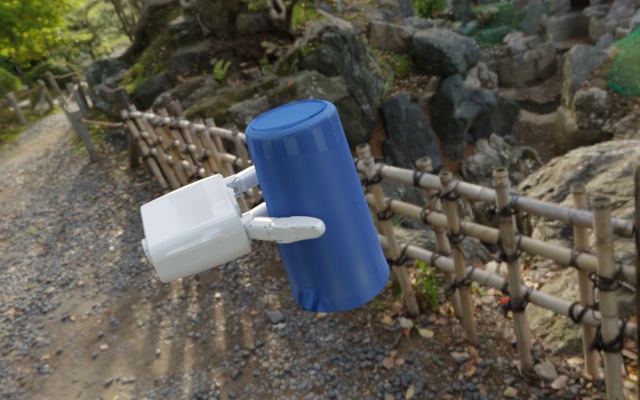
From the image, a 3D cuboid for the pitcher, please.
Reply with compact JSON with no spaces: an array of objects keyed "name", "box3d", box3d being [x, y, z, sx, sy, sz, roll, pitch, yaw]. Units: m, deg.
[{"name":"pitcher","box3d":[0.000,0.002,0.594,0.145,0.243,0.149,-21,26,-8]}]
